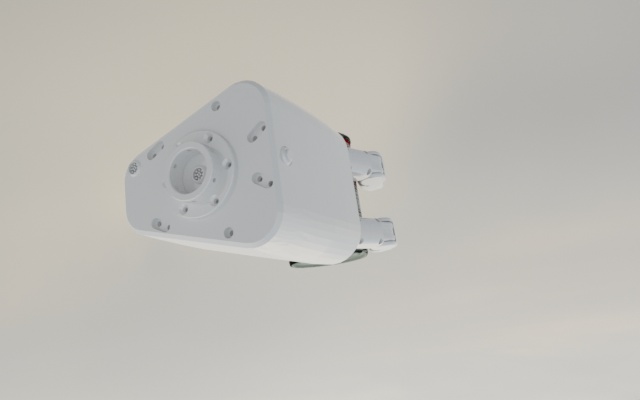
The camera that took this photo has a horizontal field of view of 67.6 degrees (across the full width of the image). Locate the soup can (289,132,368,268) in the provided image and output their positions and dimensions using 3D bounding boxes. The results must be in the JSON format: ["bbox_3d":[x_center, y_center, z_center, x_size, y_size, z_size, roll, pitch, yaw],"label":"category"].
[{"bbox_3d":[0.000,0.002,0.405,0.068,0.102,0.068,-8,-14,-2],"label":"soup can"}]
